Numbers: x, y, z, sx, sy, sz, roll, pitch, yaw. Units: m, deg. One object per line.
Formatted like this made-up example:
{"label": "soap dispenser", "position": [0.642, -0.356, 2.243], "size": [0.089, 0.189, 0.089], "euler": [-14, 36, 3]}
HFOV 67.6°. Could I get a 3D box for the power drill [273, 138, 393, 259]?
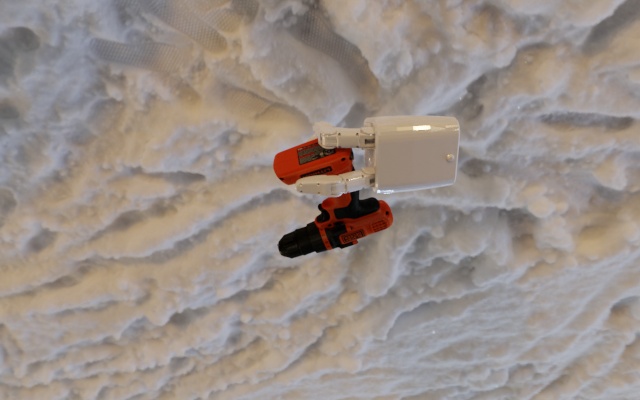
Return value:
{"label": "power drill", "position": [0.000, 0.002, 0.689], "size": [0.184, 0.057, 0.188], "euler": [-20, -44, 5]}
